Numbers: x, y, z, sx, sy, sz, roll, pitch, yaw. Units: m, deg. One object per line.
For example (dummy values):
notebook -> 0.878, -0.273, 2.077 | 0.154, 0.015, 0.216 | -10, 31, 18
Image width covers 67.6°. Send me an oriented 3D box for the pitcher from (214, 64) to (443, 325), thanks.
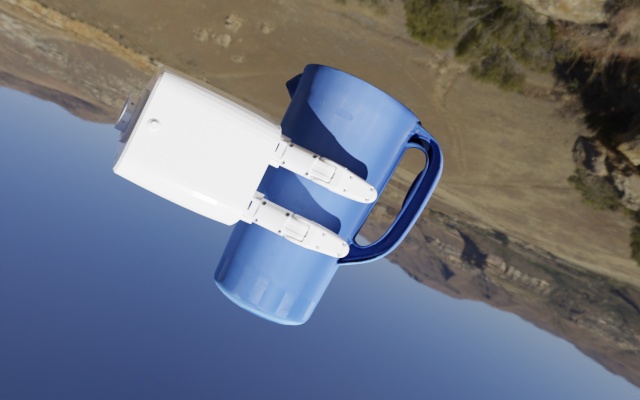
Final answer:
pitcher -> 0.000, 0.001, 0.484 | 0.145, 0.243, 0.149 | 26, 1, -28
